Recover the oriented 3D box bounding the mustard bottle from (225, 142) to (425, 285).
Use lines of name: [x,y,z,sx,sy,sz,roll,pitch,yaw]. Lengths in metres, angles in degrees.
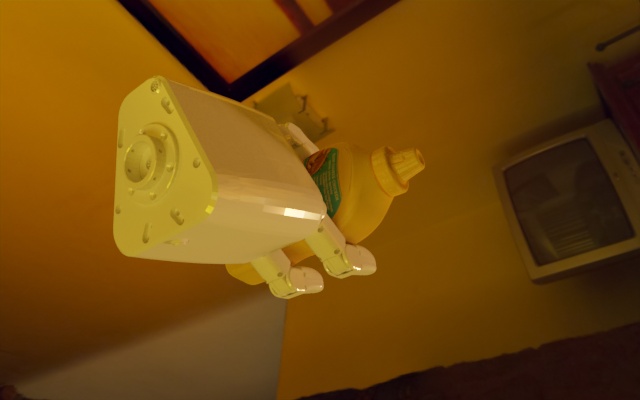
mustard bottle: [0.000,0.002,0.416,0.192,0.096,0.058,-25,-43,27]
